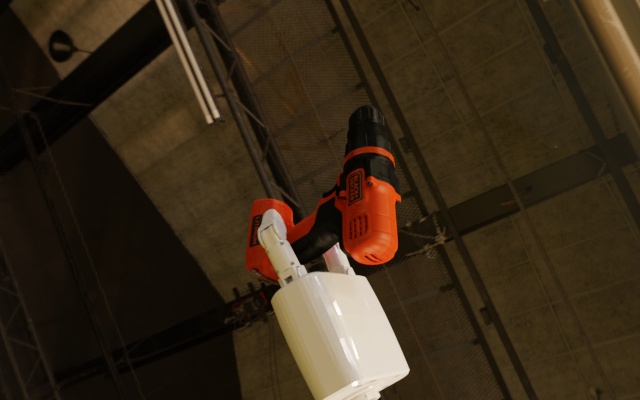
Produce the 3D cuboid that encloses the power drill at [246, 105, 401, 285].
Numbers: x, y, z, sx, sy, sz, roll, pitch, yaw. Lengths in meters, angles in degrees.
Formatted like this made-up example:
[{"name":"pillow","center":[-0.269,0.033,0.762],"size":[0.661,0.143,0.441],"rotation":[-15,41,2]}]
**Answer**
[{"name":"power drill","center":[0.000,0.002,0.518],"size":[0.057,0.184,0.188],"rotation":[31,-44,-34]}]
